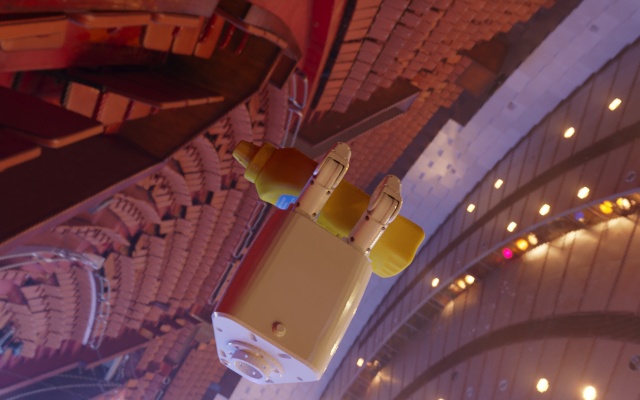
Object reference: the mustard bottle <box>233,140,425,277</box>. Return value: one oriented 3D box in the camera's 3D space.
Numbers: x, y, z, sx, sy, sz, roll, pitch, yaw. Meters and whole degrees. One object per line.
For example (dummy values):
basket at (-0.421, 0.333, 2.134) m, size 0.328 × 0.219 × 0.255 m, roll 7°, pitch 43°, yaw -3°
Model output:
mustard bottle at (0.000, 0.001, 0.462) m, size 0.191 × 0.058 × 0.096 m, roll 33°, pitch -14°, yaw -3°
